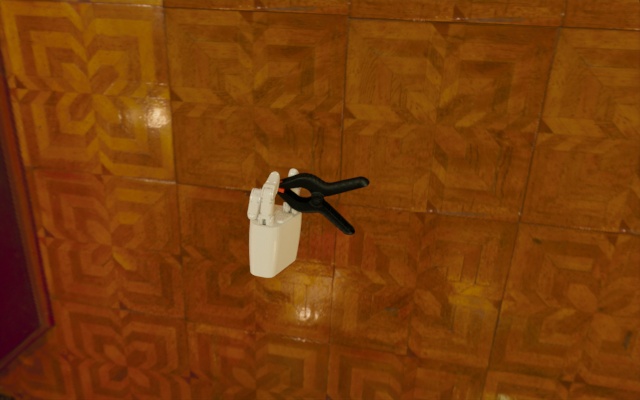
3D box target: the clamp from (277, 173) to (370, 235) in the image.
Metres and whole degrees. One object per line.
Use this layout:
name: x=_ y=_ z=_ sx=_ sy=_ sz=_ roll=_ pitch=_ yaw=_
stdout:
clamp: x=0.000 y=0.003 z=0.883 sx=0.171 sy=0.120 sz=0.039 roll=8 pitch=22 yaw=8
